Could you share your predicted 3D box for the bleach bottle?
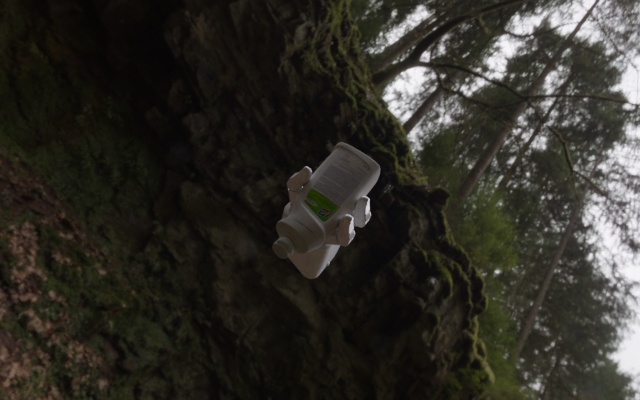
[{"bbox_3d":[0.000,0.003,0.795,0.102,0.068,0.250,32,49,15],"label":"bleach bottle"}]
